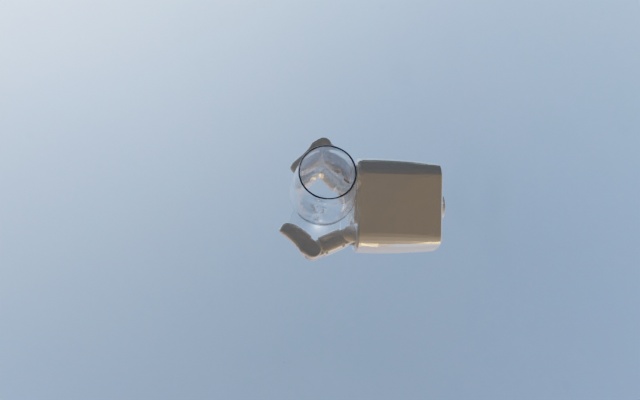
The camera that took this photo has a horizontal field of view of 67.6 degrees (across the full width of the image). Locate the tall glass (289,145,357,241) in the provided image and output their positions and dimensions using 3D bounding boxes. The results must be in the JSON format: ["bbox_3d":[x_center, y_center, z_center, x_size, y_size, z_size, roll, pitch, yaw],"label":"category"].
[{"bbox_3d":[0.000,0.002,0.589,0.079,0.079,0.201,0,-19,-4],"label":"tall glass"}]
